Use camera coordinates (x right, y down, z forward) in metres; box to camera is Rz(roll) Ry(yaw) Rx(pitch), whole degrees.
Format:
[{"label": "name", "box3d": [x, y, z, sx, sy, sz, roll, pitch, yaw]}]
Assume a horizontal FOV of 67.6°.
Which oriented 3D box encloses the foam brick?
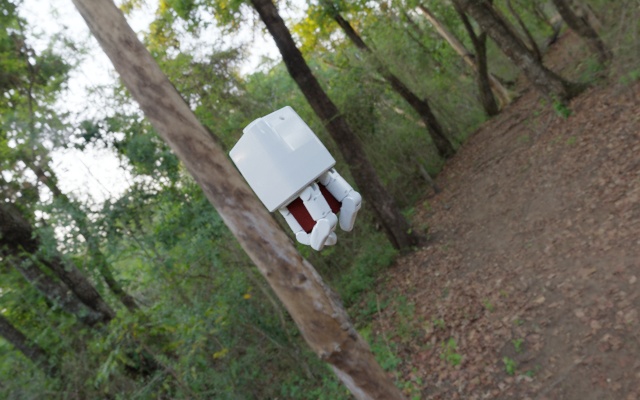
[{"label": "foam brick", "box3d": [0.000, 0.002, 0.691, 0.053, 0.051, 0.078, -35, 3, 38]}]
